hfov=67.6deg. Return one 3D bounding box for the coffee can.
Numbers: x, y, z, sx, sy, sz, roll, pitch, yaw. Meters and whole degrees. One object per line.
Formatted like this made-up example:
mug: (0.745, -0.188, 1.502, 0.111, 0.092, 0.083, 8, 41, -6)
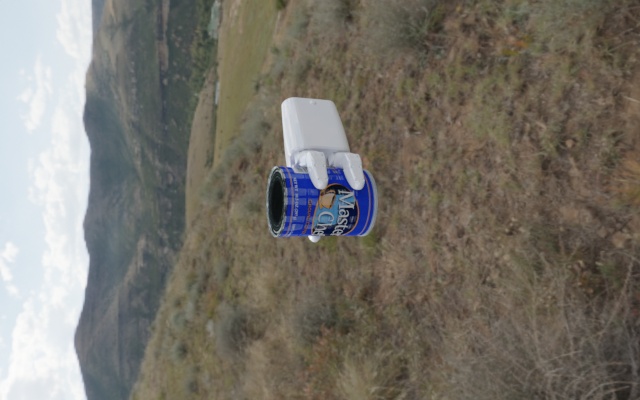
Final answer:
coffee can: (0.000, 0.003, 0.706, 0.140, 0.103, 0.103, 1, 0, -21)
